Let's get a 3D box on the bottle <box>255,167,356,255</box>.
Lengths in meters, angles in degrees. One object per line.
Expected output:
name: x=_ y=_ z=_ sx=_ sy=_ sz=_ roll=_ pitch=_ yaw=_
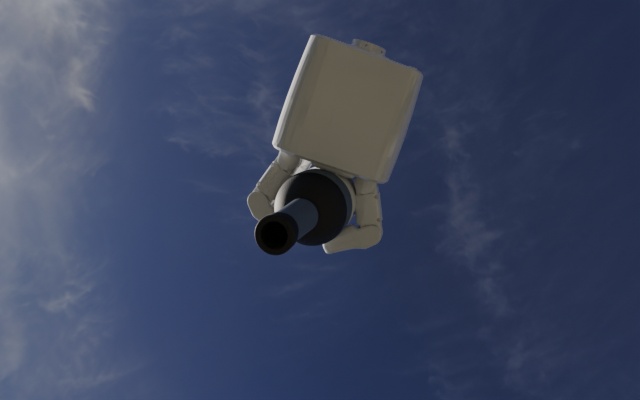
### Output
bottle: x=0.000 y=0.002 z=0.455 sx=0.069 sy=0.069 sz=0.295 roll=0 pitch=8 yaw=12
